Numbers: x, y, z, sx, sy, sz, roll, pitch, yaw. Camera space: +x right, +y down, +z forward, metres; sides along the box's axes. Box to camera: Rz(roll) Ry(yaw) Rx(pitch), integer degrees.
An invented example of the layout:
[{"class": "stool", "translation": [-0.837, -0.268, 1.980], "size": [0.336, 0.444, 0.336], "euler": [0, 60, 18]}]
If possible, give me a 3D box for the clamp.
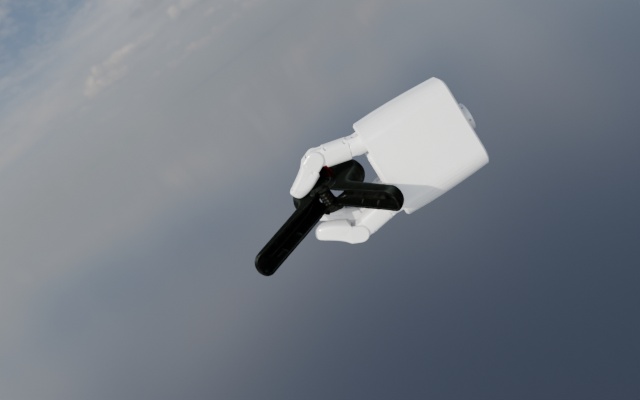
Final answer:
[{"class": "clamp", "translation": [0.000, 0.001, 0.547], "size": [0.164, 0.036, 0.210], "euler": [-29, 20, 7]}]
